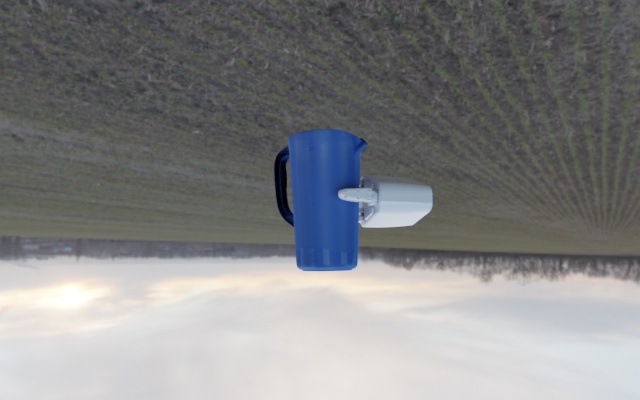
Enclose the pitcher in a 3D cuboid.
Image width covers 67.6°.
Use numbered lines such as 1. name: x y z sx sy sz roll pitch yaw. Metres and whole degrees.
1. pitcher: 0.000 0.003 0.855 0.145 0.243 0.149 1 -7 -16
